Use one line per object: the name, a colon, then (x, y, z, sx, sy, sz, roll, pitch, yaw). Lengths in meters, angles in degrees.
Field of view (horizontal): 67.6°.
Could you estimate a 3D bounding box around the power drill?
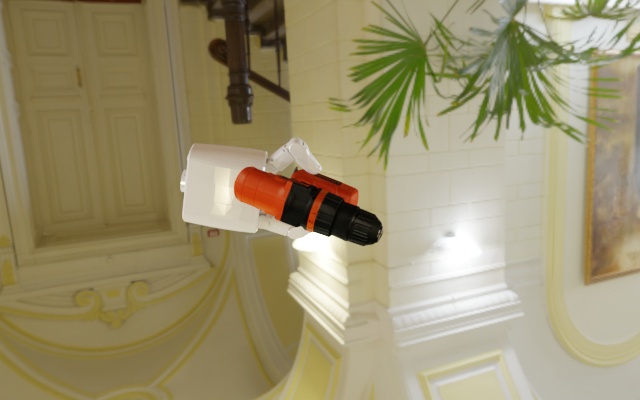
power drill: (0.000, 0.002, 0.625, 0.184, 0.057, 0.187, 22, 7, 10)
